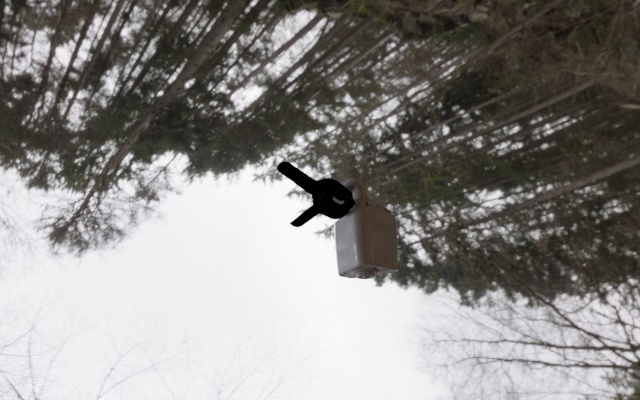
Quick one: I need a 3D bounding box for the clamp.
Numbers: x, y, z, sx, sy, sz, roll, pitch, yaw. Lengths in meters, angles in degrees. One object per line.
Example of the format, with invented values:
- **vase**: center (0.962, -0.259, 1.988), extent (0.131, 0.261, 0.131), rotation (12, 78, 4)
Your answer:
- **clamp**: center (0.000, 0.003, 0.842), extent (0.171, 0.120, 0.039), rotation (14, -29, -35)
